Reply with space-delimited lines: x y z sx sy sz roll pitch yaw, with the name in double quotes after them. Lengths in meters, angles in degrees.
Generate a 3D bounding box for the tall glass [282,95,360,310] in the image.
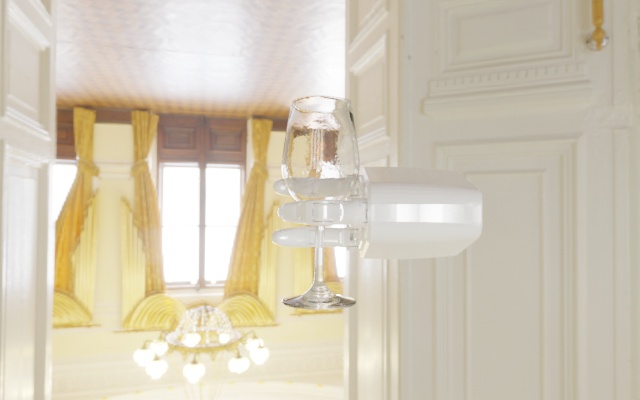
0.000 0.002 0.477 0.079 0.201 0.079 0 -1 0 "tall glass"
